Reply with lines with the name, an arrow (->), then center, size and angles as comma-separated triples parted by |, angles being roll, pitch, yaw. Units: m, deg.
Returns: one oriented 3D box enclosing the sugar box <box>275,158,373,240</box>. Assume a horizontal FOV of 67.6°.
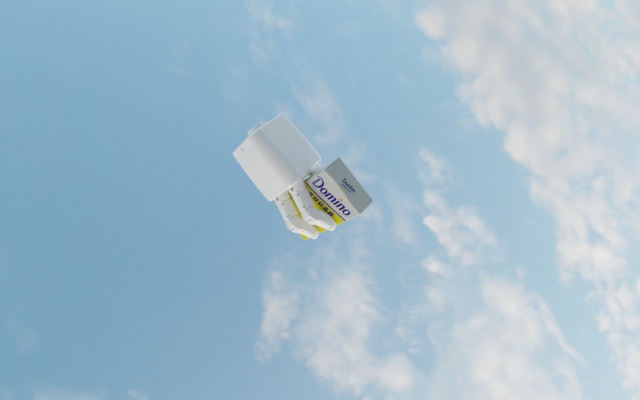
sugar box -> 0.000, 0.003, 0.819 | 0.048, 0.093, 0.176 | -43, 7, -35
